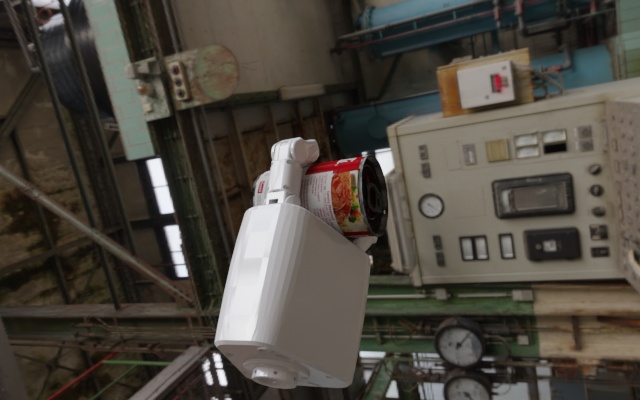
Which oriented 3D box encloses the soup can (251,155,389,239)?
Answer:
[{"bbox_3d":[0.000,0.001,0.413,0.102,0.068,0.068,-7,-3,25],"label":"soup can"}]
